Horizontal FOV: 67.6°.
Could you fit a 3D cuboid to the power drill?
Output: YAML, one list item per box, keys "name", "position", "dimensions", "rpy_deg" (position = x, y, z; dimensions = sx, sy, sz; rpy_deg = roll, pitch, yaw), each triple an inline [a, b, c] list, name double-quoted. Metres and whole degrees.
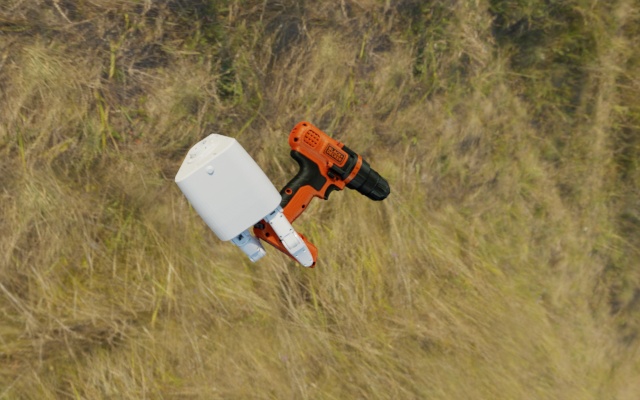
- name: "power drill"
  position: [0.000, 0.003, 0.717]
  dimensions: [0.184, 0.187, 0.057]
  rpy_deg: [33, -12, -18]
